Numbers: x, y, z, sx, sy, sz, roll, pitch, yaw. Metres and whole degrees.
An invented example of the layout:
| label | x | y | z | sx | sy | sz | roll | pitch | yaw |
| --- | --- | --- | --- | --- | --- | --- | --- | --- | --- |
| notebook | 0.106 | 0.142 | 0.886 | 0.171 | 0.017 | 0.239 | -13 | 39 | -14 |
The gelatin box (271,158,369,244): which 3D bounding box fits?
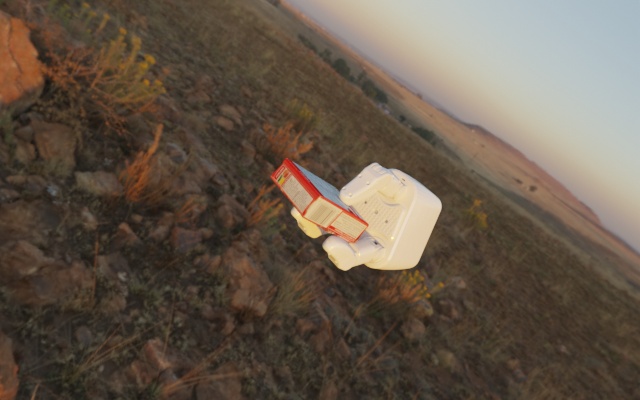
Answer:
| label | x | y | z | sx | sy | sz | roll | pitch | yaw |
| --- | --- | --- | --- | --- | --- | --- | --- | --- | --- |
| gelatin box | 0.000 | 0.001 | 0.492 | 0.089 | 0.030 | 0.073 | 30 | 14 | -46 |
